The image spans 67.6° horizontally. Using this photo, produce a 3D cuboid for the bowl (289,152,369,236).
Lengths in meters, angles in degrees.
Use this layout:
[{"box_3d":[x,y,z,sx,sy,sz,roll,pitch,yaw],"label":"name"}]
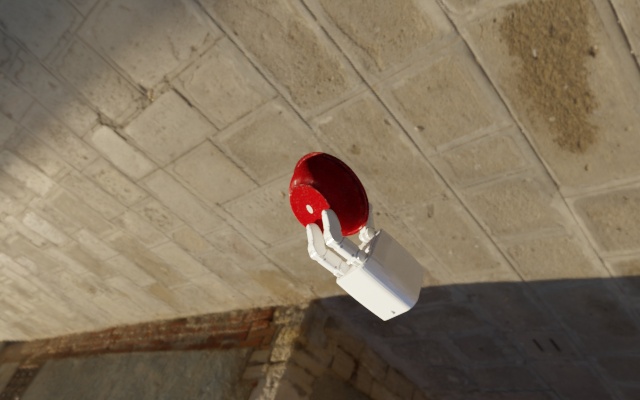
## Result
[{"box_3d":[-0.001,0.002,0.802,0.162,0.162,0.055,0,27,44],"label":"bowl"}]
